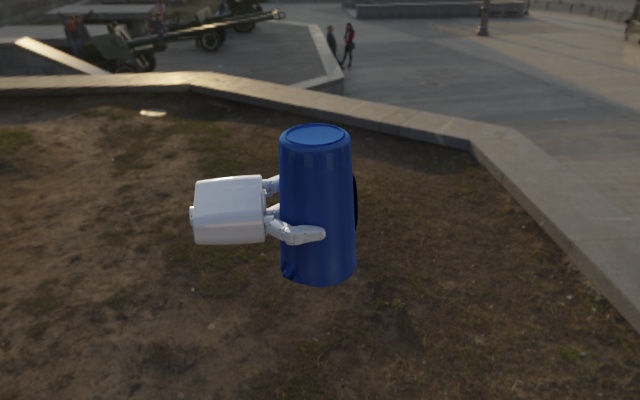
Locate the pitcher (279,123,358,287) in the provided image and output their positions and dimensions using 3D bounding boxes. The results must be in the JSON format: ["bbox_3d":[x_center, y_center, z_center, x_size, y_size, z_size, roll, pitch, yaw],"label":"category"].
[{"bbox_3d":[0.000,0.003,0.771,0.145,0.243,0.149,-3,29,-4],"label":"pitcher"}]
